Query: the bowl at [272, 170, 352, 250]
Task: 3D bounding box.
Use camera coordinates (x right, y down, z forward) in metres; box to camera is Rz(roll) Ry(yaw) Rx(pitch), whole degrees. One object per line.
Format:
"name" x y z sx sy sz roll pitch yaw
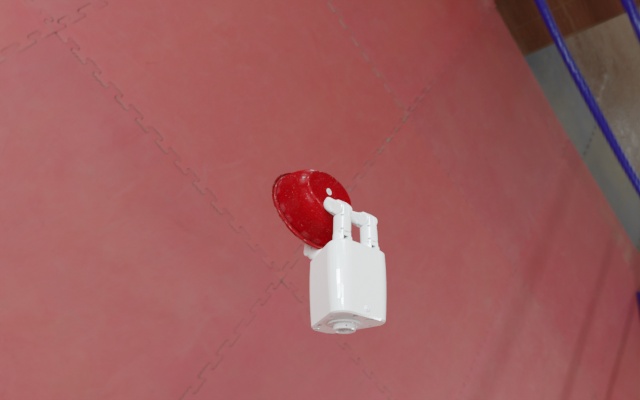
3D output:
"bowl" 0.000 0.001 0.800 0.162 0.162 0.055 0 -36 -48
